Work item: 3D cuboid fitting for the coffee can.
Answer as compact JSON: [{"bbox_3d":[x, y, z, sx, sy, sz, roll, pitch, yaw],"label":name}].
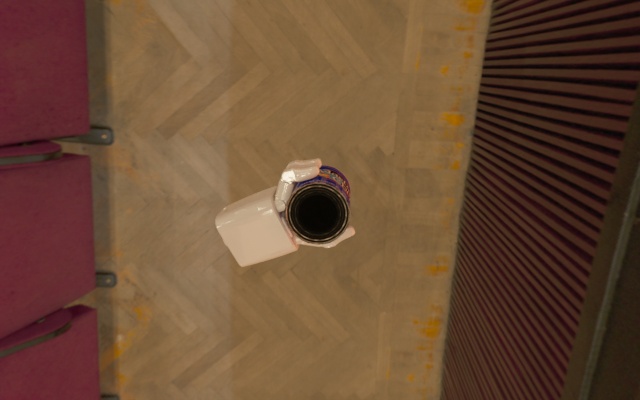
[{"bbox_3d":[0.000,0.003,0.810,0.103,0.103,0.140,0,16,4],"label":"coffee can"}]
